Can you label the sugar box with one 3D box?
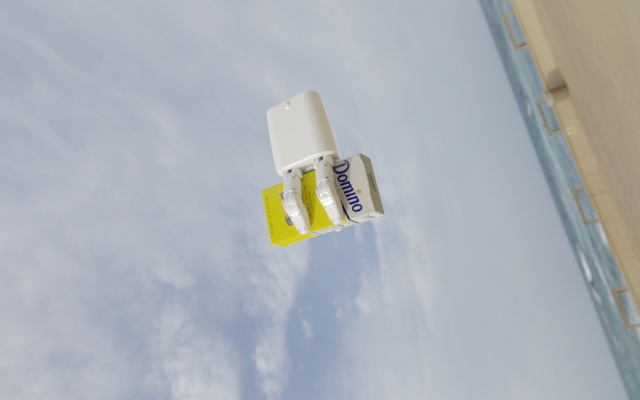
[{"bbox_3d":[0.000,0.002,0.721,0.176,0.093,0.048,-21,-18,25],"label":"sugar box"}]
